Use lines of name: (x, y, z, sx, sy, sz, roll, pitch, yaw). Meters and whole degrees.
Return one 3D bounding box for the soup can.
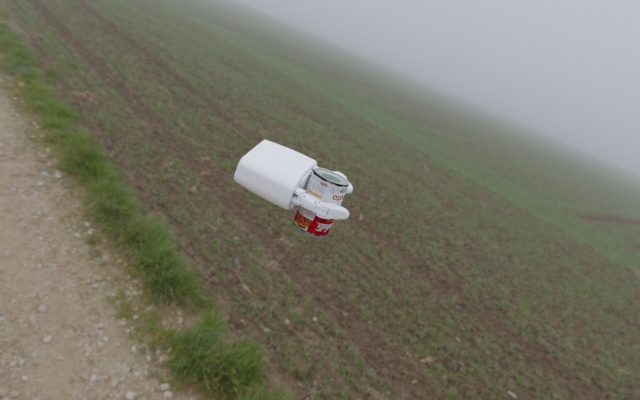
soup can: (0.001, 0.003, 0.824, 0.068, 0.102, 0.068, 21, 18, -7)
